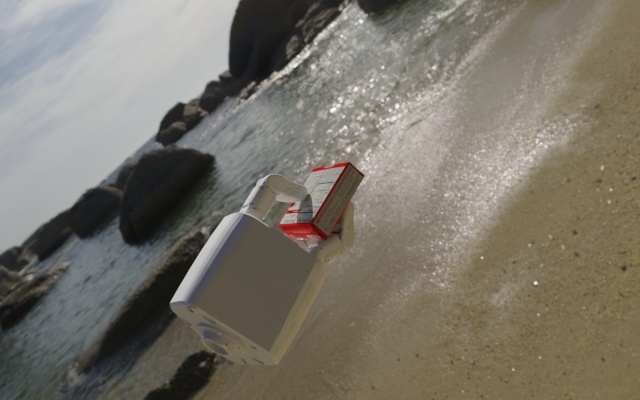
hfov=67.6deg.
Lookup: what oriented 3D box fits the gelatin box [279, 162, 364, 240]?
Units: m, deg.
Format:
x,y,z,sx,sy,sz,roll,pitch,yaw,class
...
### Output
x,y,z,sx,sy,sz,roll,pitch,yaw,class
0.000,0.001,0.537,0.030,0.089,0.073,41,-23,-24,gelatin box
